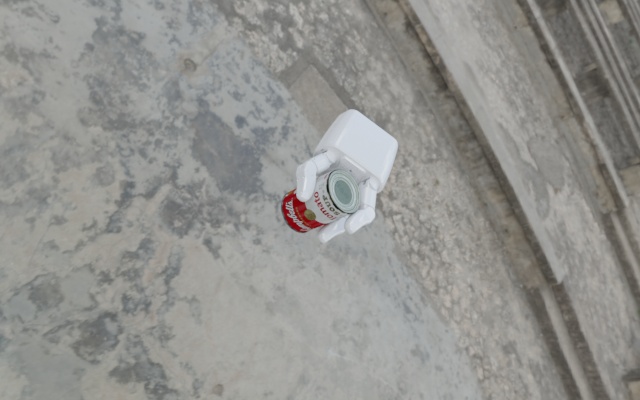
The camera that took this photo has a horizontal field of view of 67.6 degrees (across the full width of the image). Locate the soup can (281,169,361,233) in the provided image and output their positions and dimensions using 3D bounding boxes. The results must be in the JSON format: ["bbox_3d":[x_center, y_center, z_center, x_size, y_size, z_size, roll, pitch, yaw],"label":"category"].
[{"bbox_3d":[0.000,0.002,0.697,0.068,0.068,0.102,0,-18,-46],"label":"soup can"}]
